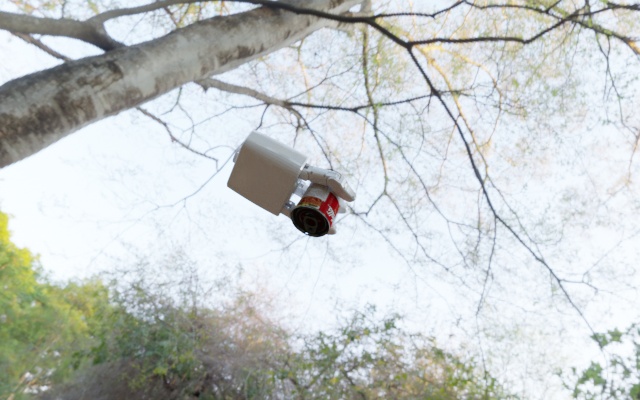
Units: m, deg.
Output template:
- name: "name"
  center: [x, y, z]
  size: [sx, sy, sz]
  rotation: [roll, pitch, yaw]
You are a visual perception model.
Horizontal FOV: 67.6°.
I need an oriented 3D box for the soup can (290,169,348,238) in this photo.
- name: "soup can"
  center: [0.001, 0.003, 0.799]
  size: [0.068, 0.068, 0.102]
  rotation: [0, 40, 27]
